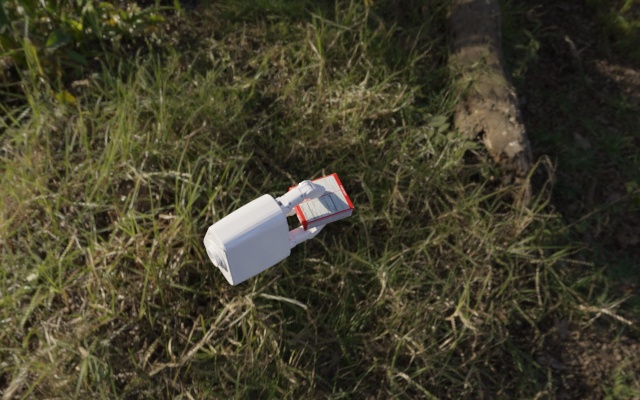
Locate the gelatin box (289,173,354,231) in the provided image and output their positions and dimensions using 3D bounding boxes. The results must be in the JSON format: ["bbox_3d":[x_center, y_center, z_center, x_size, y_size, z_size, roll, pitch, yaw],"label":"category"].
[{"bbox_3d":[0.000,0.002,0.792,0.089,0.073,0.030,-19,-27,-16],"label":"gelatin box"}]
